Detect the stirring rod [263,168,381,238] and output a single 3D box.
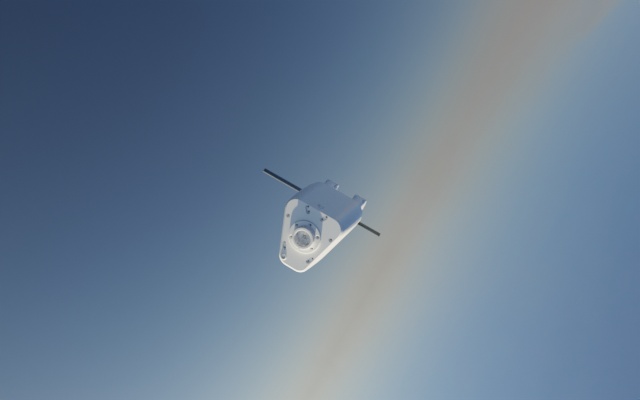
[{"bbox_3d":[0.000,0.003,0.854,0.239,0.011,0.011,30,6,10],"label":"stirring rod"}]
